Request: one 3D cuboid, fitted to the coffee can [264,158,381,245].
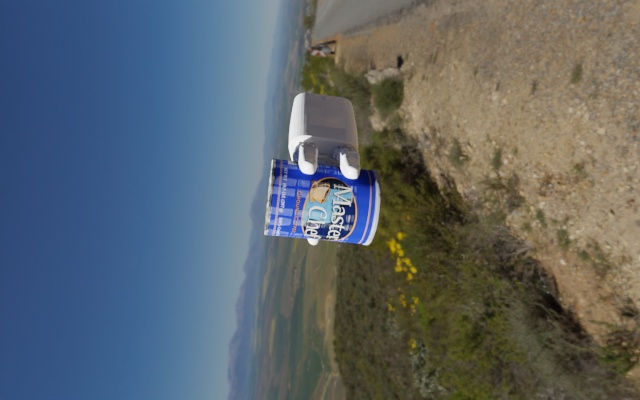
[{"bbox_3d":[0.000,0.002,0.639,0.140,0.103,0.103,6,-1,-7],"label":"coffee can"}]
